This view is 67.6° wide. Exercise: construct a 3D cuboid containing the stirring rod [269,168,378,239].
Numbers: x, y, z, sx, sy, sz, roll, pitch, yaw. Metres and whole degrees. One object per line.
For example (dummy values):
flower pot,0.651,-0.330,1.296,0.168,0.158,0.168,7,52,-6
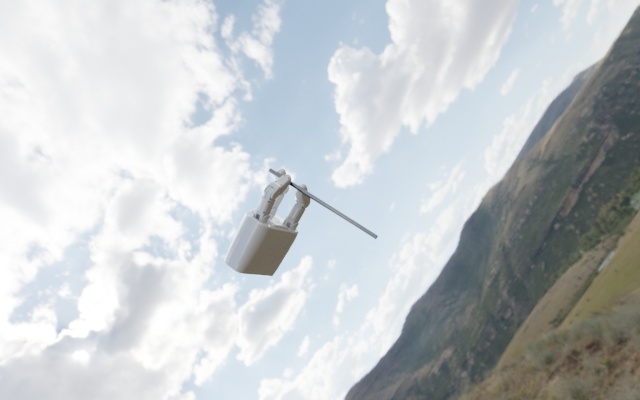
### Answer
stirring rod,0.000,0.003,0.850,0.239,0.011,0.011,32,13,21
